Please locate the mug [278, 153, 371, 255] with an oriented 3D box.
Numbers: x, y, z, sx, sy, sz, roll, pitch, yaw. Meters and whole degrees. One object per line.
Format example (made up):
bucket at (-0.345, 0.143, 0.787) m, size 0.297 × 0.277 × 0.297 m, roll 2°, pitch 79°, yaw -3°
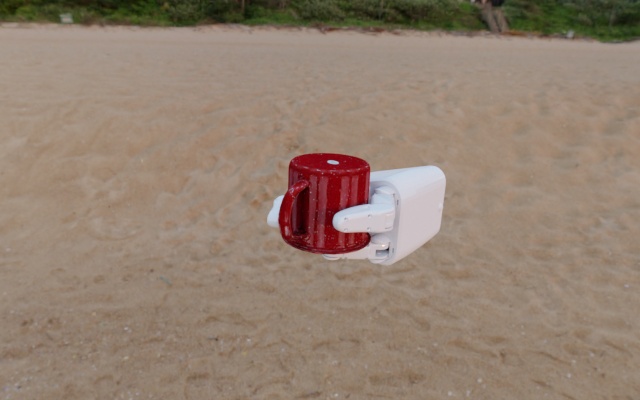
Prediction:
mug at (-0.001, 0.002, 0.474) m, size 0.093 × 0.081 × 0.117 m, roll 16°, pitch 23°, yaw 37°
